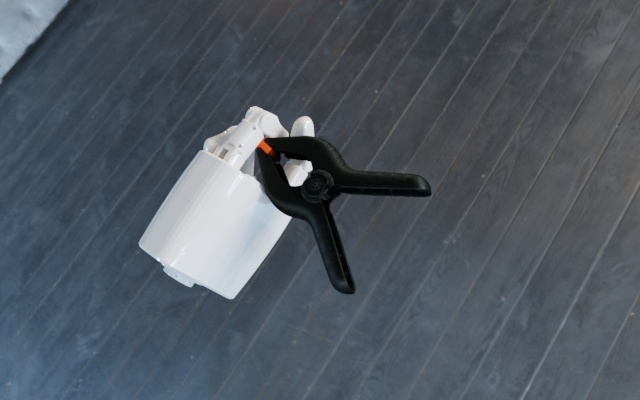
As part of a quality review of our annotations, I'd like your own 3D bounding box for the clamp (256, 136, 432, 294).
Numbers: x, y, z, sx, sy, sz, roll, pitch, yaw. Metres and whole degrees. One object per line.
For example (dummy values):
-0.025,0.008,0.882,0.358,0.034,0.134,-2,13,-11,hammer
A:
0.000,0.001,0.436,0.171,0.120,0.039,28,-11,28,clamp
